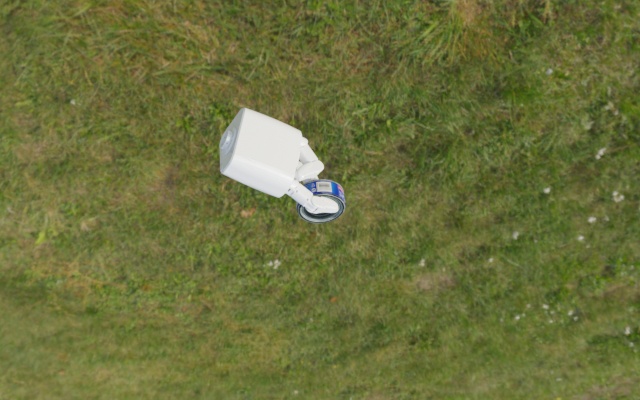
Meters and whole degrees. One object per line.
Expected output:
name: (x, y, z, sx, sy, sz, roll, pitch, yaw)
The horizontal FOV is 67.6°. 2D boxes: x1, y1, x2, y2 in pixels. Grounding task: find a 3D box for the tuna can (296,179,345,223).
tuna can: (0.000, 0.003, 0.833, 0.086, 0.033, 0.086, -4, -38, -3)
